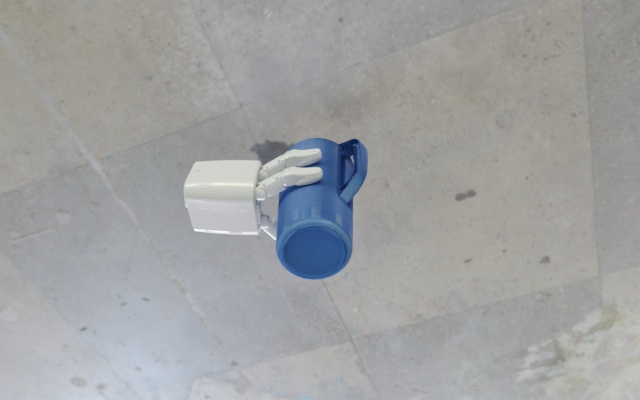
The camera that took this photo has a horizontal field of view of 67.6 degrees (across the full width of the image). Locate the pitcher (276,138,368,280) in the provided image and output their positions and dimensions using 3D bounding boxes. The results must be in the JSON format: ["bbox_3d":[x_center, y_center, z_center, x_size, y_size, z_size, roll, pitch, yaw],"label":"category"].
[{"bbox_3d":[0.000,0.003,0.755,0.145,0.149,0.242,3,32,-1],"label":"pitcher"}]
